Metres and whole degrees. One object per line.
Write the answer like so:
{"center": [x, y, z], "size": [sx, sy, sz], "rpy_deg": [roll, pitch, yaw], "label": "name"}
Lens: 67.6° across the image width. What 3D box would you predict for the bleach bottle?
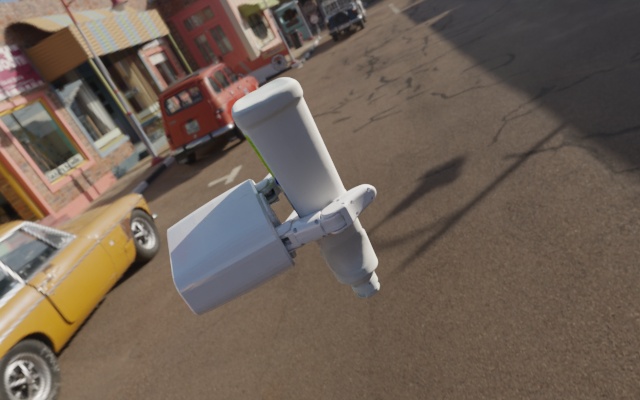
{"center": [0.000, 0.002, 0.492], "size": [0.068, 0.251, 0.102], "rpy_deg": [-30, 21, -2], "label": "bleach bottle"}
